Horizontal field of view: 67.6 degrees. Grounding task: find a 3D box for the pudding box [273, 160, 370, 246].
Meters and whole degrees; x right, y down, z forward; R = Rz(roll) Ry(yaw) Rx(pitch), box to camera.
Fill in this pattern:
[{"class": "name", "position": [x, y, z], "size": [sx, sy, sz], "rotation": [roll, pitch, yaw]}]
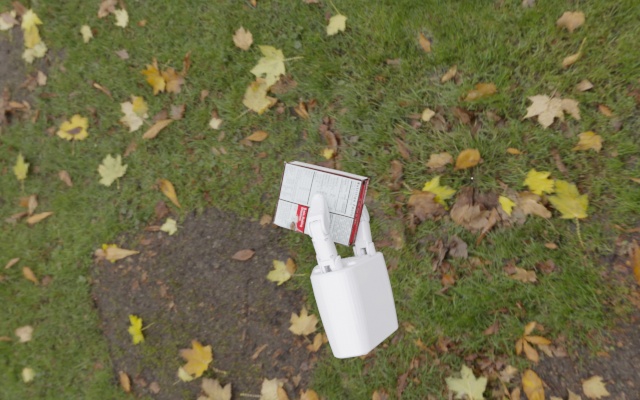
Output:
[{"class": "pudding box", "position": [0.000, 0.002, 0.629], "size": [0.113, 0.090, 0.039], "rotation": [15, 9, 15]}]
